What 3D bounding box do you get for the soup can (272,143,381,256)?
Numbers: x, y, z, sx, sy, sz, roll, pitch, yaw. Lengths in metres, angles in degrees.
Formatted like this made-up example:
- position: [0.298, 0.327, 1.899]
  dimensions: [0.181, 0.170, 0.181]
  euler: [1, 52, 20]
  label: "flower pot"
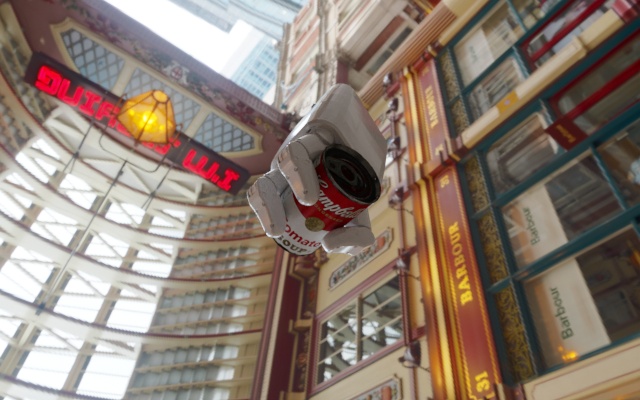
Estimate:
- position: [0.000, 0.002, 0.467]
  dimensions: [0.068, 0.068, 0.102]
  euler: [0, -33, -45]
  label: "soup can"
